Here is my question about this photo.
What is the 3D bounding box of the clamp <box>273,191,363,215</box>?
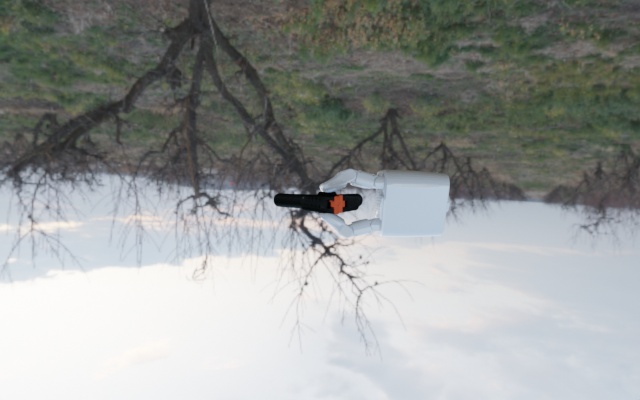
[{"bbox_3d":[0.000,0.003,0.793,0.164,0.036,0.210,-1,2,-2],"label":"clamp"}]
